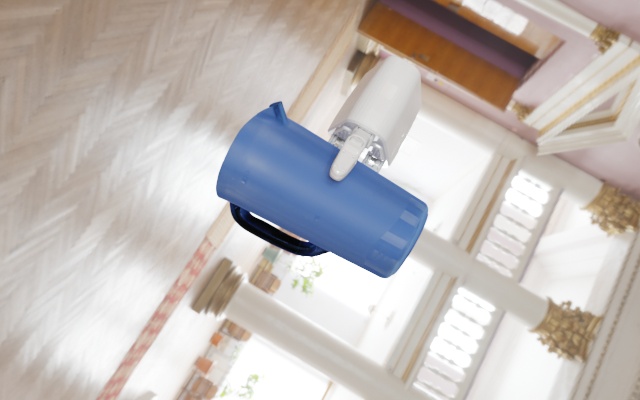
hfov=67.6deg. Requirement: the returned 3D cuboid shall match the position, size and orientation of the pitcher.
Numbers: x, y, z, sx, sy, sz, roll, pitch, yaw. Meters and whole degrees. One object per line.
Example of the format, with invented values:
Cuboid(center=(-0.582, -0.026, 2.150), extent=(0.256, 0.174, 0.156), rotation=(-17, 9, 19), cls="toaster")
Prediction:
Cuboid(center=(0.000, 0.002, 0.599), extent=(0.243, 0.145, 0.149), rotation=(30, -13, 4), cls="pitcher")
